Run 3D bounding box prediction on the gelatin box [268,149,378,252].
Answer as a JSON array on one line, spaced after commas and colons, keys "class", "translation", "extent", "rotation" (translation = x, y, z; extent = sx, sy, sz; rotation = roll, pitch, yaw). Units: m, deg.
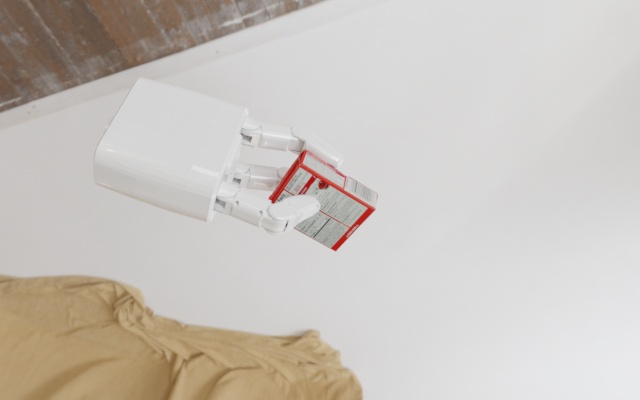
[{"class": "gelatin box", "translation": [0.000, 0.002, 0.473], "extent": [0.089, 0.073, 0.030], "rotation": [31, 37, -11]}]
